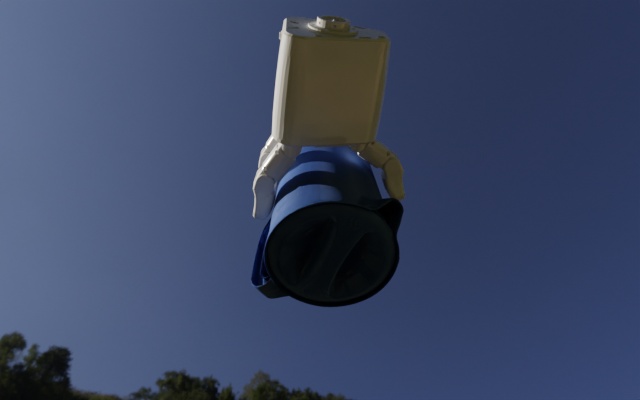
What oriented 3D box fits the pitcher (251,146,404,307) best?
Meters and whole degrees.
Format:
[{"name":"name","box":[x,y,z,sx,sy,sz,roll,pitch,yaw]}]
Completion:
[{"name":"pitcher","box":[0.000,0.002,0.567,0.149,0.145,0.242,3,32,-4]}]
